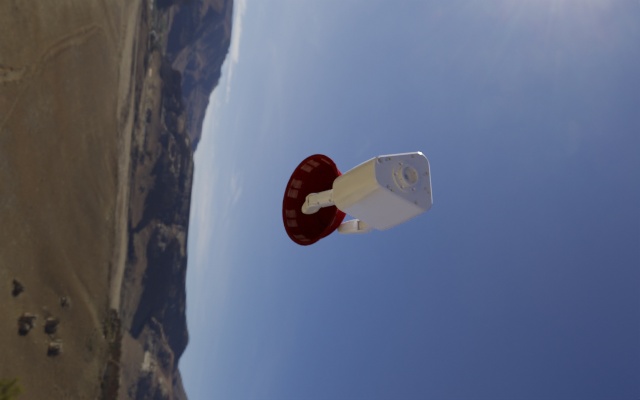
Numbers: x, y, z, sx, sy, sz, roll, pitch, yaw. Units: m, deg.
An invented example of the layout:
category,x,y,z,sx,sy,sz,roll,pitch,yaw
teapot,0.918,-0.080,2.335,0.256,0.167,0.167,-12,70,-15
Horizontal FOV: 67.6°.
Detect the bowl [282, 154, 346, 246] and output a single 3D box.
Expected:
category,x,y,z,sx,sy,sz,roll,pitch,yaw
bowl,0.000,0.003,0.840,0.055,0.162,0.162,14,-9,-38
